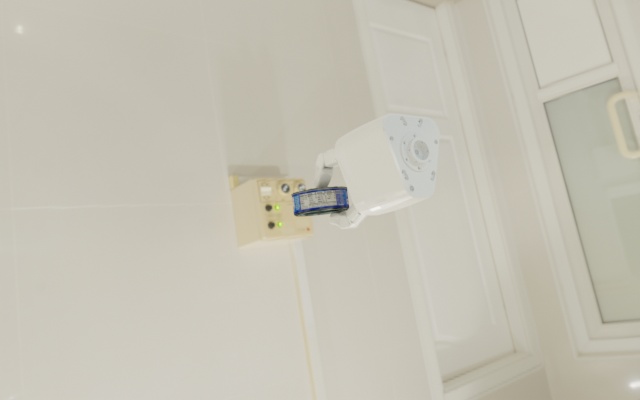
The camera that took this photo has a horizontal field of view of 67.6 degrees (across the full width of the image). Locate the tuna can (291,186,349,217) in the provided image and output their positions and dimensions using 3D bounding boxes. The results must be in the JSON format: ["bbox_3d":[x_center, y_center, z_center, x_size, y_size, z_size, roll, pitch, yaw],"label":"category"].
[{"bbox_3d":[0.000,0.003,0.715,0.086,0.033,0.086,-7,-6,-1],"label":"tuna can"}]
